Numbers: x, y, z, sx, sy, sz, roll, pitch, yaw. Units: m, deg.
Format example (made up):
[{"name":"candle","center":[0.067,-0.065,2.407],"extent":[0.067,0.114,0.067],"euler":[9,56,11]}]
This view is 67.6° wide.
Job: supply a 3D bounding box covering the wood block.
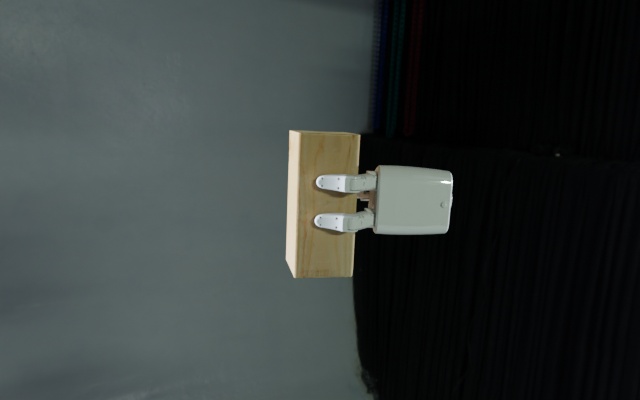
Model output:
[{"name":"wood block","center":[0.000,0.002,0.711],"extent":[0.090,0.206,0.091],"euler":[0,10,-11]}]
